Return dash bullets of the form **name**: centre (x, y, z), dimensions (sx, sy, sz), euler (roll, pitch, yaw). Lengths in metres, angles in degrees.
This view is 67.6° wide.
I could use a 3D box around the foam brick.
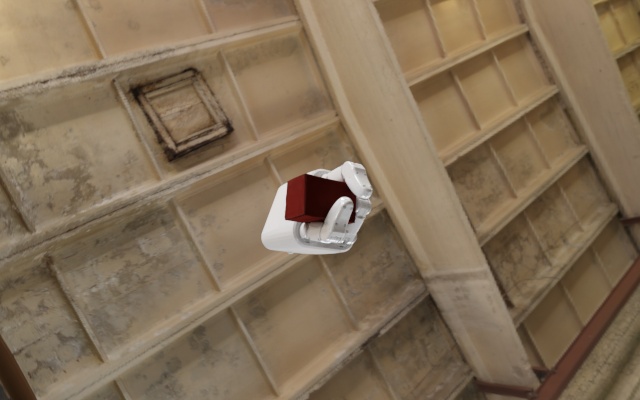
- **foam brick**: centre (0.000, 0.002, 0.603), dimensions (0.078, 0.053, 0.051), euler (11, -14, -32)
